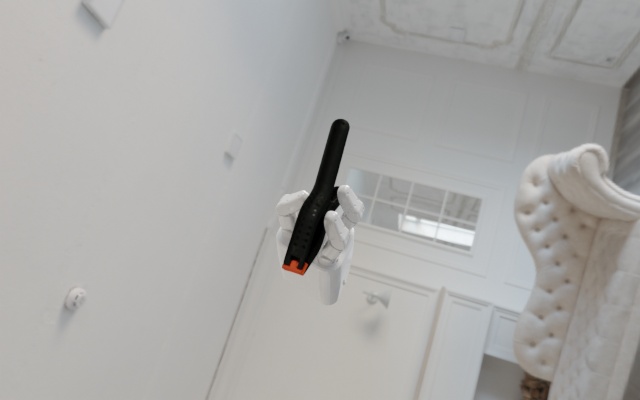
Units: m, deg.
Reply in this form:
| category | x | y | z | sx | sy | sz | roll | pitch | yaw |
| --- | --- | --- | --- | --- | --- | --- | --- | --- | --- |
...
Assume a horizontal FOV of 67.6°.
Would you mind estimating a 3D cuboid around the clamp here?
| category | x | y | z | sx | sy | sz | roll | pitch | yaw |
| --- | --- | --- | --- | --- | --- | --- | --- | --- | --- |
| clamp | -0.001 | 0.002 | 0.649 | 0.036 | 0.209 | 0.165 | 15 | -40 | 14 |
